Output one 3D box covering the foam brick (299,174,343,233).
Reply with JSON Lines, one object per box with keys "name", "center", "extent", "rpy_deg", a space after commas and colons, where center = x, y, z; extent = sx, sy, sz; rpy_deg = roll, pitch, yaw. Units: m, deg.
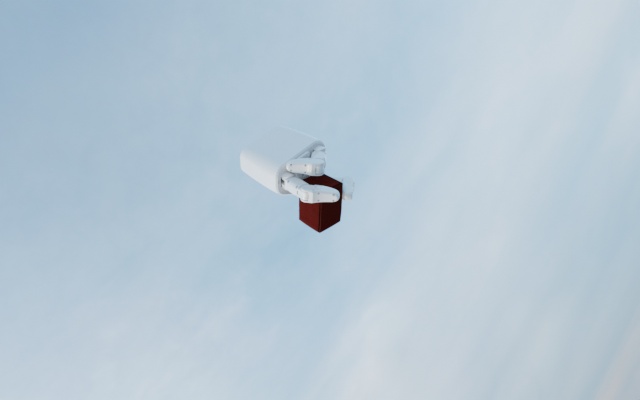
{"name": "foam brick", "center": [0.000, 0.003, 0.792], "extent": [0.051, 0.078, 0.053], "rpy_deg": [28, 38, 37]}
